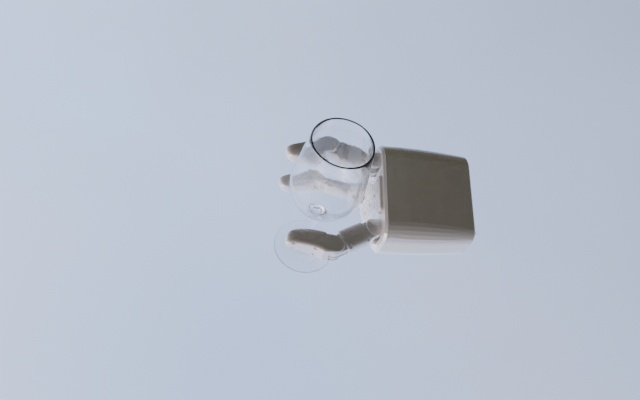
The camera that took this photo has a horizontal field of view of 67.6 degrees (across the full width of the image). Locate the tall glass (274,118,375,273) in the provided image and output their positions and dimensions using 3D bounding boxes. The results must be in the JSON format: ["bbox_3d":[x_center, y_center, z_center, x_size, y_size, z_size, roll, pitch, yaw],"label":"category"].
[{"bbox_3d":[0.000,0.002,0.516,0.079,0.079,0.201,0,-33,-14],"label":"tall glass"}]
